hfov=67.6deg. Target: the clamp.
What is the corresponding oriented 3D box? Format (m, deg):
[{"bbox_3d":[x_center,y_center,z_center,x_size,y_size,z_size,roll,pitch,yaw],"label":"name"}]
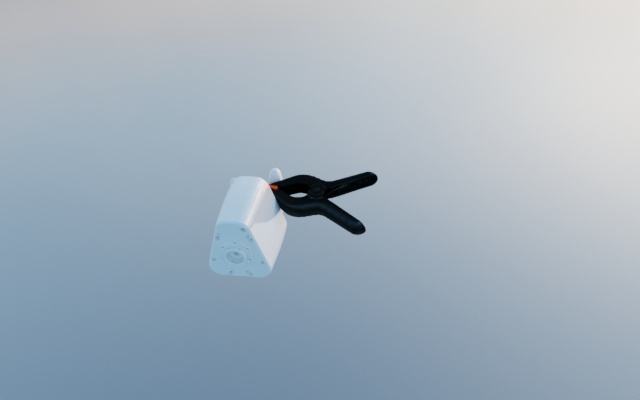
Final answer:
[{"bbox_3d":[0.000,0.002,0.722,0.171,0.039,0.120,-2,40,10],"label":"clamp"}]
